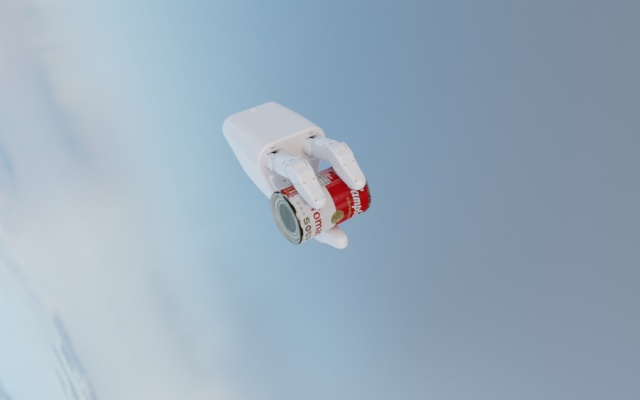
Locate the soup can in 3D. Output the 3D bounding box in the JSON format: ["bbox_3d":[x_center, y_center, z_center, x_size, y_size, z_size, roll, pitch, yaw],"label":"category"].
[{"bbox_3d":[0.000,0.002,0.567,0.102,0.068,0.068,-25,11,-26],"label":"soup can"}]
